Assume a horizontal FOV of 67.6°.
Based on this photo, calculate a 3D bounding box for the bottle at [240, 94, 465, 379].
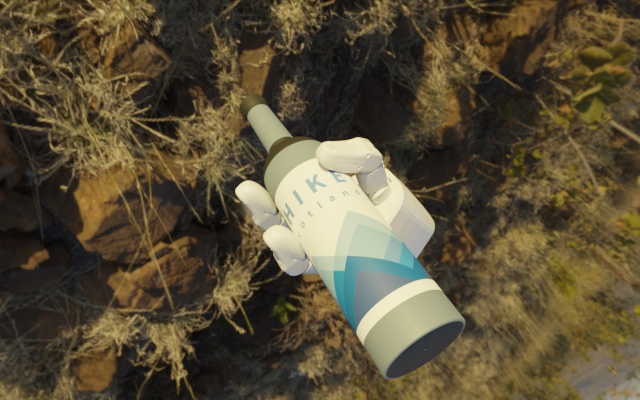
[{"bbox_3d":[0.000,0.001,0.401,0.069,0.069,0.295,0,42,-40],"label":"bottle"}]
